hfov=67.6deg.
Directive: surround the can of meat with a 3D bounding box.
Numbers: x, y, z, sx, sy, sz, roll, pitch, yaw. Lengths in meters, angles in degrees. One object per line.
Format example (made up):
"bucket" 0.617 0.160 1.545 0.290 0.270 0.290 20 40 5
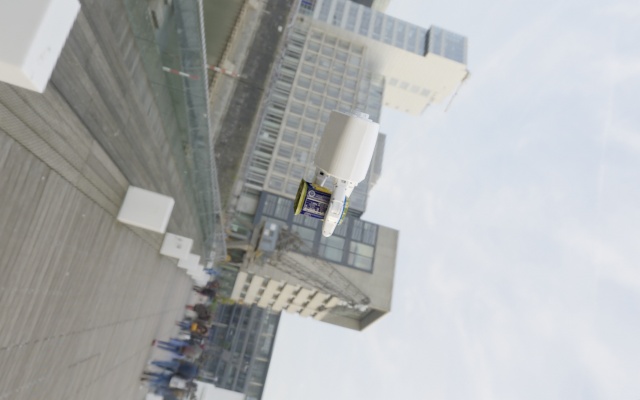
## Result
"can of meat" 0.000 0.003 0.857 0.084 0.057 0.102 16 8 -8
